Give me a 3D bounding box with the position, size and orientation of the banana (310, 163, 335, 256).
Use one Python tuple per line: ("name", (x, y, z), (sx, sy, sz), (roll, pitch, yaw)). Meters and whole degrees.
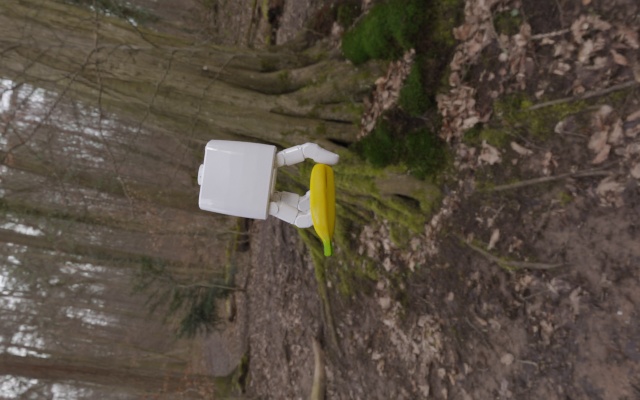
("banana", (0.002, -0.010, 0.718), (0.037, 0.070, 0.197), (4, 40, -3))
